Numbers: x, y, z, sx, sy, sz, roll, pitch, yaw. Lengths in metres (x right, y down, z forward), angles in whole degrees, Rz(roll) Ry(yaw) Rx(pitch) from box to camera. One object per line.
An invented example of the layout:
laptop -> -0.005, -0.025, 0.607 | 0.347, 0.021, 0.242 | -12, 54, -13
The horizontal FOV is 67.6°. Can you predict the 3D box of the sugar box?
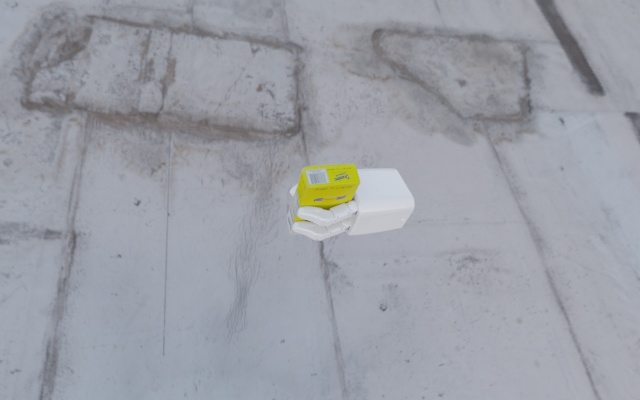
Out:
sugar box -> 0.000, 0.003, 0.833 | 0.093, 0.048, 0.176 | -5, -31, -15
